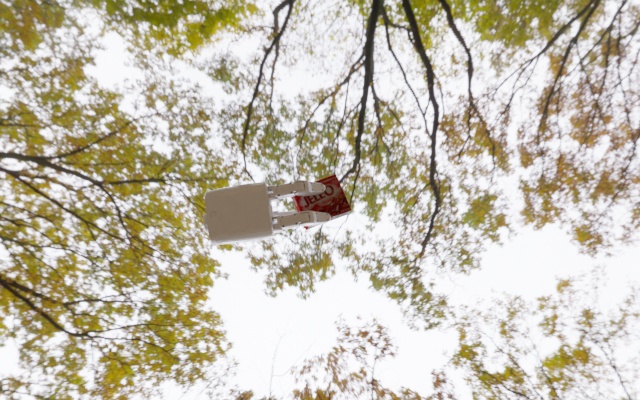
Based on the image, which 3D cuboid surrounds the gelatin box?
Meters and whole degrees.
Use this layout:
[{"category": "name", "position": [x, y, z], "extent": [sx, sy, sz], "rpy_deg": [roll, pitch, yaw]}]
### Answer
[{"category": "gelatin box", "position": [0.000, 0.003, 0.850], "extent": [0.089, 0.073, 0.030], "rpy_deg": [-20, -13, -14]}]
